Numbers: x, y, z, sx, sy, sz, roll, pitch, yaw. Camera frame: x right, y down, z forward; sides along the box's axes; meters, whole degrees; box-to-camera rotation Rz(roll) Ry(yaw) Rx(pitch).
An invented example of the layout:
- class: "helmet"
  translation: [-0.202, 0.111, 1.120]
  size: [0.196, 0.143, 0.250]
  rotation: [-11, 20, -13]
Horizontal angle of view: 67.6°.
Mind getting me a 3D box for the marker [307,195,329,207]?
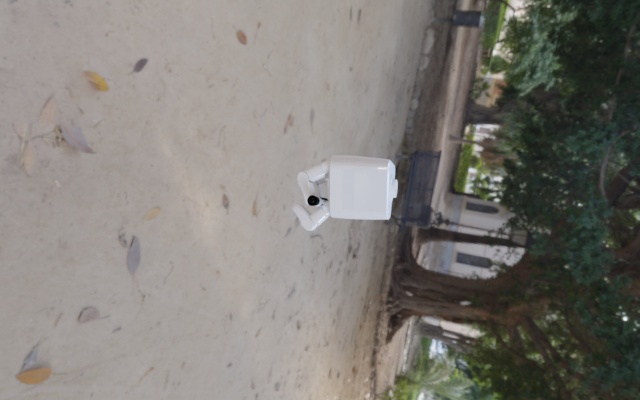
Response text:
- class: "marker"
  translation: [0.000, 0.003, 0.873]
  size: [0.020, 0.020, 0.121]
  rotation: [0, -3, 15]
